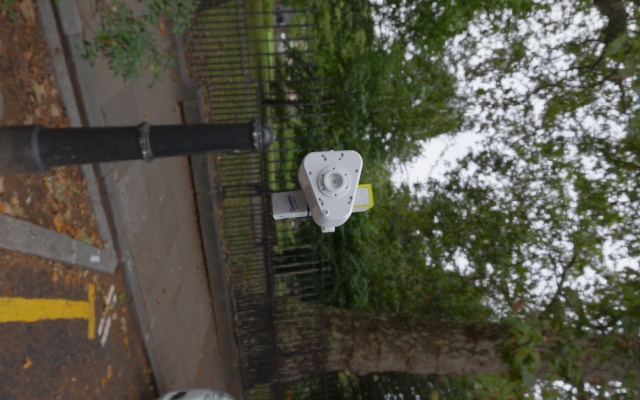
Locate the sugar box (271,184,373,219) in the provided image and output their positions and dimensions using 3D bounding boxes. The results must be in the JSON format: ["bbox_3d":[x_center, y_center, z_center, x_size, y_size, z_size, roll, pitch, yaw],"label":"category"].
[{"bbox_3d":[0.000,0.002,0.862,0.176,0.048,0.093,-3,-6,-4],"label":"sugar box"}]
